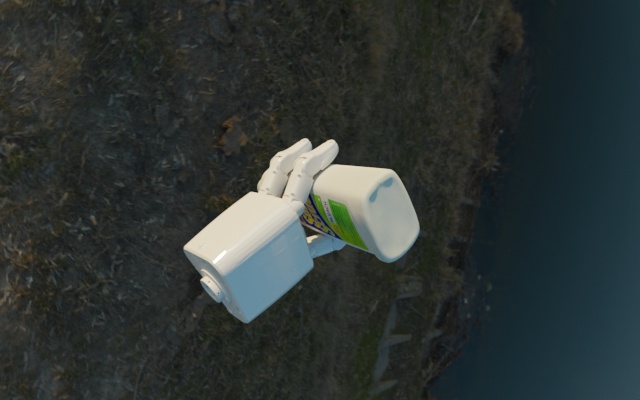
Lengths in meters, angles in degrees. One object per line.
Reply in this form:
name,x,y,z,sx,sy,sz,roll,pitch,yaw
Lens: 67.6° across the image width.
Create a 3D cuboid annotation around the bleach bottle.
bleach bottle,0.000,0.002,0.600,0.068,0.103,0.251,-41,29,-26
